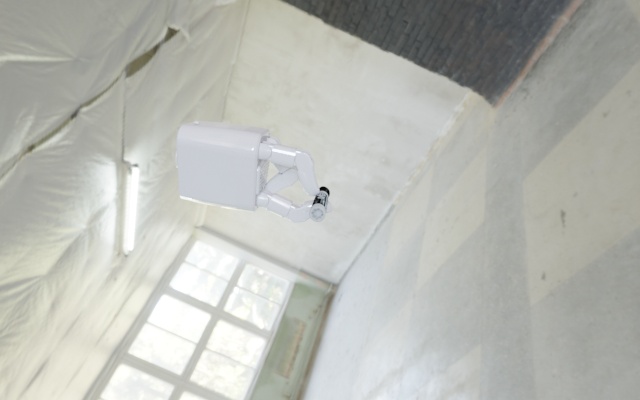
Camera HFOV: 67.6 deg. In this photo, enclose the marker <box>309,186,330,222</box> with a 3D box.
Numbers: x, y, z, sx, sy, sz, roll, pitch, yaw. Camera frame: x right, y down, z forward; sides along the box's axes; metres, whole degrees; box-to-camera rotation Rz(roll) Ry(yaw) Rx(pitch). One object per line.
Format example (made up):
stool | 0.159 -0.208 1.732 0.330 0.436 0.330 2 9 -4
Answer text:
marker | 0.000 0.002 0.604 0.020 0.020 0.121 0 13 4
